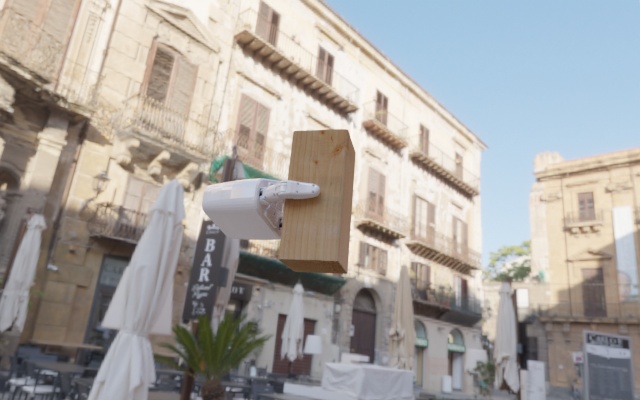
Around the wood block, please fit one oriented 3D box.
[{"bbox_3d":[0.000,0.002,0.742,0.090,0.206,0.091,0,-19,14],"label":"wood block"}]
